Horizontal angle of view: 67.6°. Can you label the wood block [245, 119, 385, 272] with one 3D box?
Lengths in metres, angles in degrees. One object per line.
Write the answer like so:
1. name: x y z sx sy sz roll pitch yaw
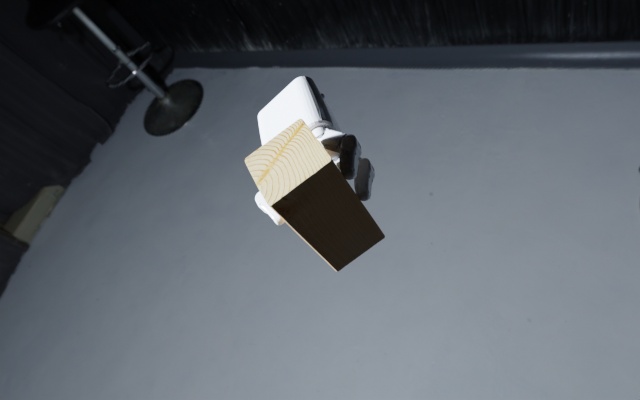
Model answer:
1. wood block: 0.000 0.002 0.639 0.091 0.090 0.206 -36 -38 3
